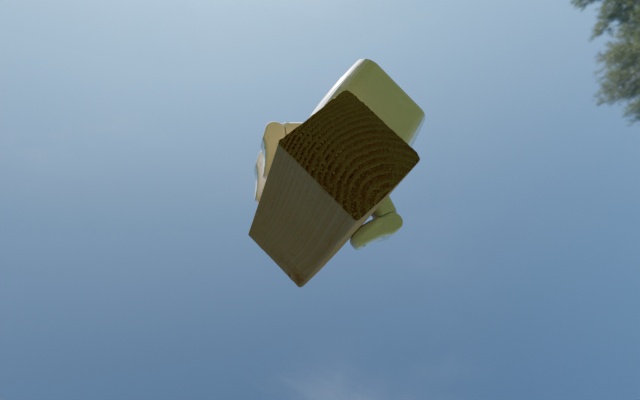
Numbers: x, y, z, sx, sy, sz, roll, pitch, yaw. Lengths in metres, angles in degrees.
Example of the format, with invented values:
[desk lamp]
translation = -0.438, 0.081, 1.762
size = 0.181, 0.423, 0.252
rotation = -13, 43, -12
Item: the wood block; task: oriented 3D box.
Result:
[wood block]
translation = 0.001, 0.002, 0.475
size = 0.090, 0.091, 0.206
rotation = -42, -8, -27
